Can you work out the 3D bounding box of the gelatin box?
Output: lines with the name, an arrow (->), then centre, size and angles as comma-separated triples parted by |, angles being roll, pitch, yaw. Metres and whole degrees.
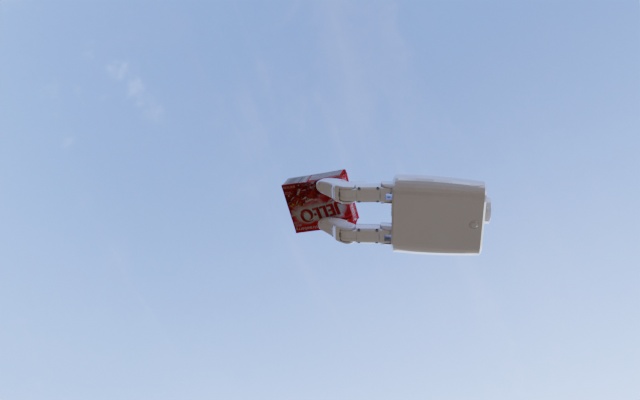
gelatin box -> 0.000, 0.002, 0.640 | 0.089, 0.073, 0.030 | -8, 21, 22
